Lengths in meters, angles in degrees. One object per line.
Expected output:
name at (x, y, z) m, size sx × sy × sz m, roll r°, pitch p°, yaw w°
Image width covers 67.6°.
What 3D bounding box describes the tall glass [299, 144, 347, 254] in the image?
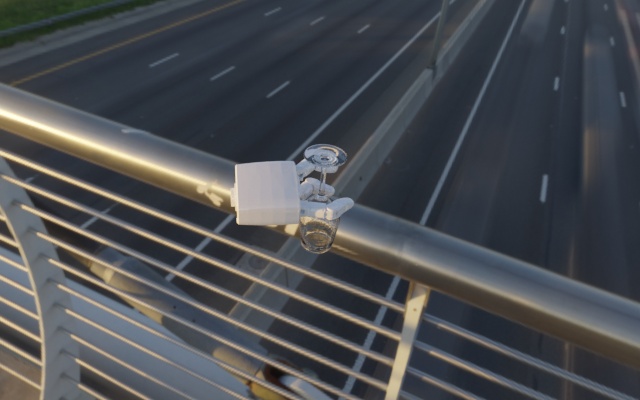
tall glass at (0.000, 0.002, 0.869) m, size 0.079 × 0.201 × 0.079 m, roll 3°, pitch 36°, yaw -3°
